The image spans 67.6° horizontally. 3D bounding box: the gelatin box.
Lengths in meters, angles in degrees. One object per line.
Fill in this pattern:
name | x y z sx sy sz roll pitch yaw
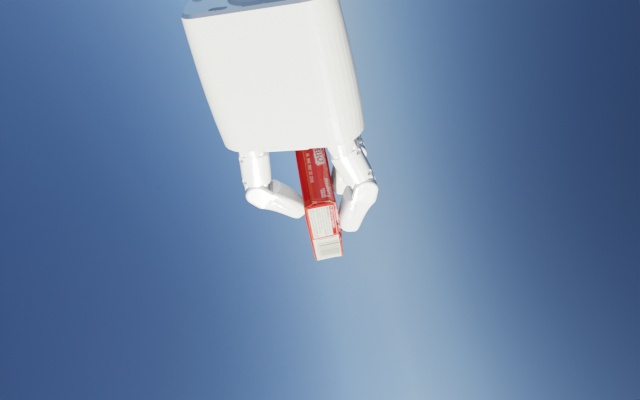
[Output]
gelatin box | 0.000 0.002 0.447 0.030 0.073 0.089 -10 -38 0
